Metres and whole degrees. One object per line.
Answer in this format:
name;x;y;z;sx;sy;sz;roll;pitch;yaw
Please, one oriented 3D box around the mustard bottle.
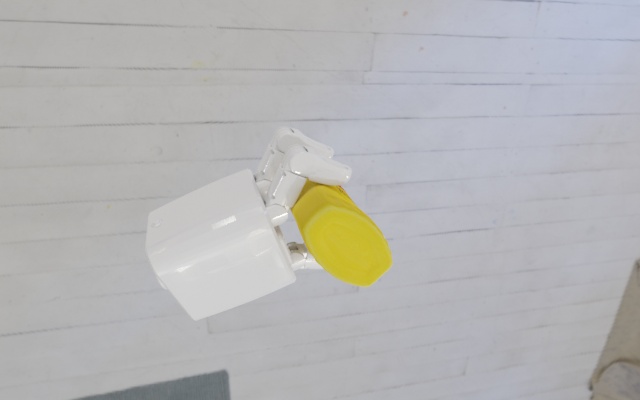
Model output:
mustard bottle;0.000;0.001;0.476;0.096;0.058;0.191;41;8;-29
